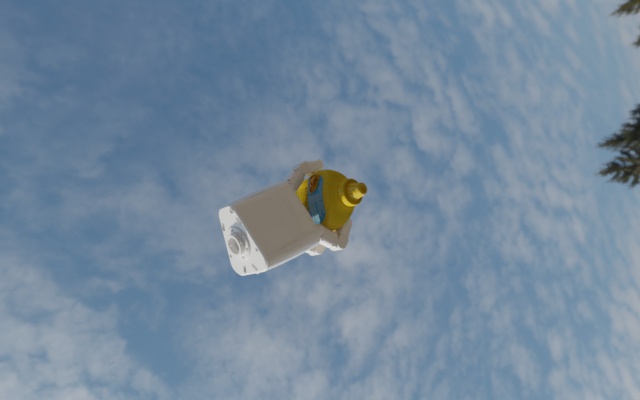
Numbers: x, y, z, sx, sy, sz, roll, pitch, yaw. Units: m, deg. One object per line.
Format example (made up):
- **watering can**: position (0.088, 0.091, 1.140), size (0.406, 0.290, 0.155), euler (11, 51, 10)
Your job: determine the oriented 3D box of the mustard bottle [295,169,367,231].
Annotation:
- **mustard bottle**: position (0.000, 0.003, 0.759), size (0.058, 0.096, 0.191), euler (7, -17, -39)
